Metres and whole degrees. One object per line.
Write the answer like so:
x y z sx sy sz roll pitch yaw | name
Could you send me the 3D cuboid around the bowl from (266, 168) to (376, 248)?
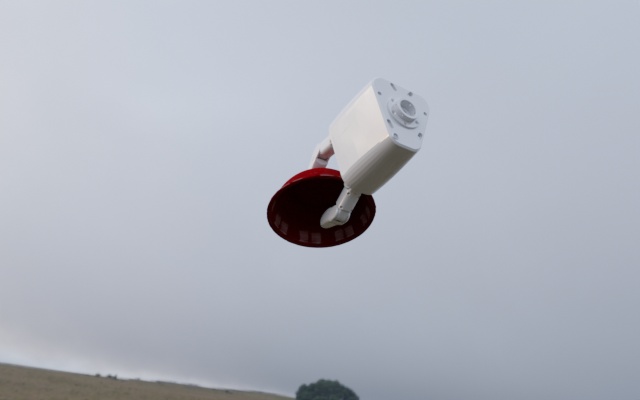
-0.001 0.003 0.722 0.162 0.055 0.162 -2 -43 -2 | bowl
